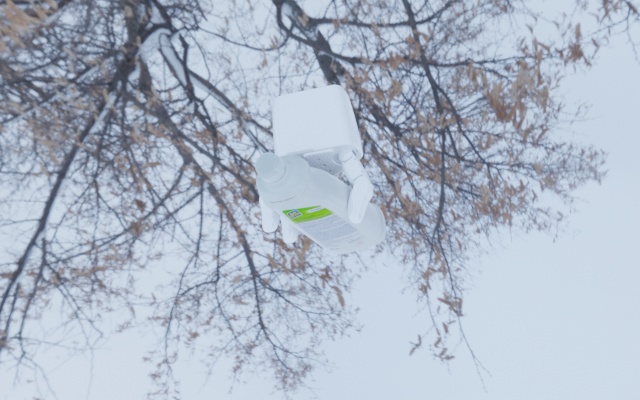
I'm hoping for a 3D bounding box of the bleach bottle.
[{"bbox_3d":[0.000,0.002,0.628,0.102,0.068,0.251,-19,-29,18],"label":"bleach bottle"}]
